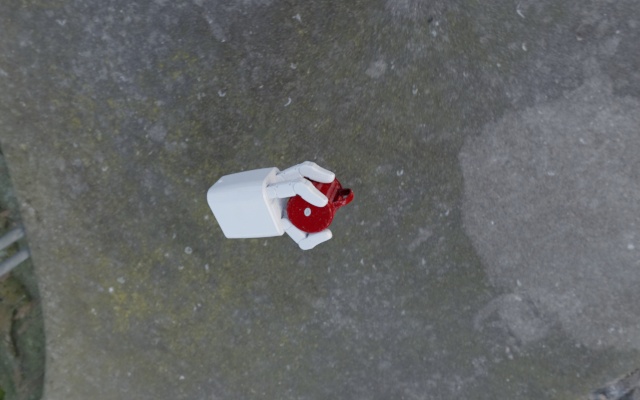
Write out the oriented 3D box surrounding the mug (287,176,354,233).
[{"bbox_3d":[0.001,0.003,0.829,0.117,0.093,0.081,-7,24,16],"label":"mug"}]
